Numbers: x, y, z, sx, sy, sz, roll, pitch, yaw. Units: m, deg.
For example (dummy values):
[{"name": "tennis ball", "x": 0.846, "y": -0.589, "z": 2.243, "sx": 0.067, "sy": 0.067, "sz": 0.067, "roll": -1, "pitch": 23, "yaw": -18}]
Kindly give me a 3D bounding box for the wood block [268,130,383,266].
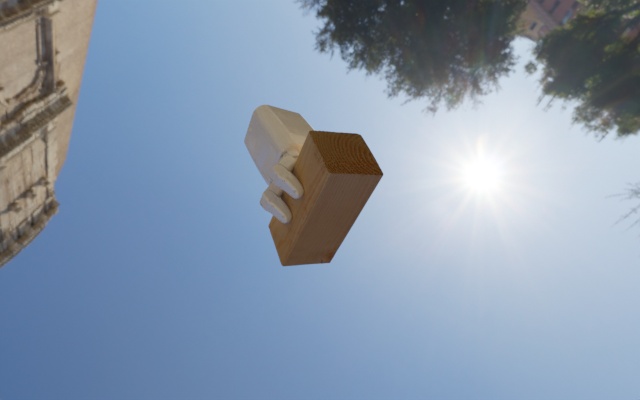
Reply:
[{"name": "wood block", "x": 0.000, "y": 0.002, "z": 0.731, "sx": 0.091, "sy": 0.090, "sz": 0.206, "roll": -1, "pitch": -42, "yaw": -29}]
